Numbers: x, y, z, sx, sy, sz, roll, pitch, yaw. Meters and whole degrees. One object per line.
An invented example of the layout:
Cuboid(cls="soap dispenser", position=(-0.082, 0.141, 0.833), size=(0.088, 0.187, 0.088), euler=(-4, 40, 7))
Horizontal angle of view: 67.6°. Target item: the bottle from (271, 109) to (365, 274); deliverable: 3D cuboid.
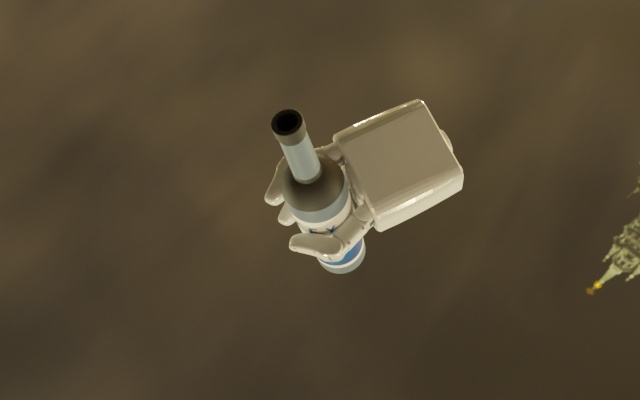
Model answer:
Cuboid(cls="bottle", position=(0.000, 0.002, 0.518), size=(0.069, 0.069, 0.296), euler=(0, -27, 12))
